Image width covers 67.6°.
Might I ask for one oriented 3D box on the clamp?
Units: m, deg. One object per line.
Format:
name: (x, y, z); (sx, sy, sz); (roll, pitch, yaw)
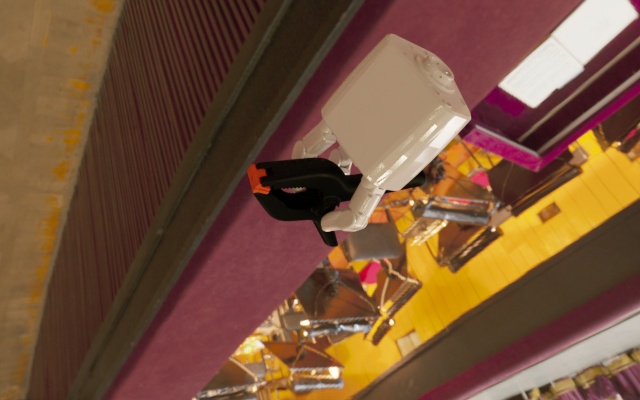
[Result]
clamp: (0.000, 0.002, 0.544); (0.210, 0.036, 0.165); (8, -40, -40)
